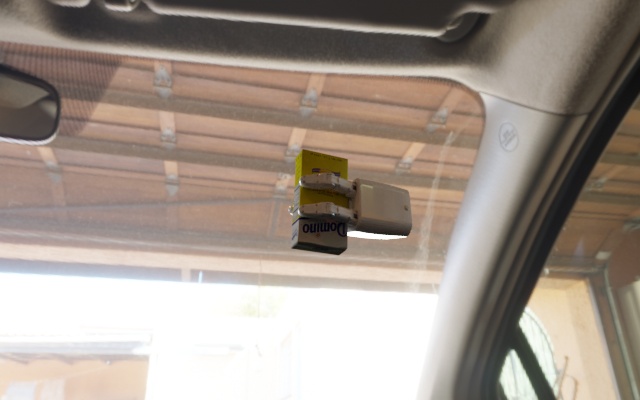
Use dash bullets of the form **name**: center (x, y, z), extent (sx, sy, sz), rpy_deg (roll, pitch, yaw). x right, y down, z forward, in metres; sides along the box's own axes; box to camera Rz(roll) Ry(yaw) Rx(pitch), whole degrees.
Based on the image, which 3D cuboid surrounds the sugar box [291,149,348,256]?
- **sugar box**: center (0.000, 0.002, 0.841), extent (0.093, 0.176, 0.048), rpy_deg (10, -27, -19)
